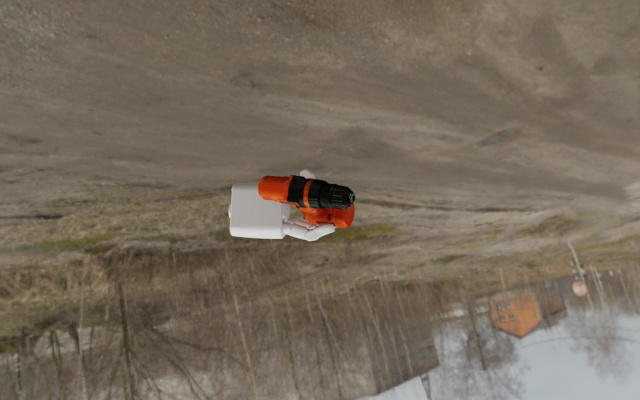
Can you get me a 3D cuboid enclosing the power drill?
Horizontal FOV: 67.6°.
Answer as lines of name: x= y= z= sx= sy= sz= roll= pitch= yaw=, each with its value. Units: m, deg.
power drill: x=0.000 y=0.003 z=0.895 sx=0.184 sy=0.057 sz=0.188 roll=10 pitch=-12 yaw=26
